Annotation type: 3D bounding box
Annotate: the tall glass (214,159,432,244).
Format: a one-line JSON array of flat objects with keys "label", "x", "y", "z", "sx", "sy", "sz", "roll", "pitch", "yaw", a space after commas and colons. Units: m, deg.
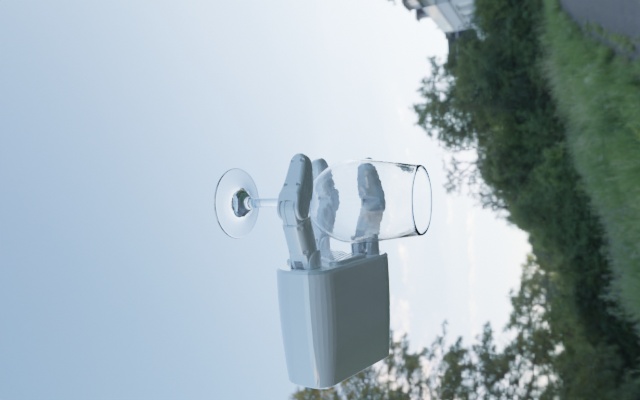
[{"label": "tall glass", "x": -0.001, "y": 0.001, "z": 0.456, "sx": 0.201, "sy": 0.079, "sz": 0.079, "roll": -1, "pitch": -1, "yaw": 28}]
